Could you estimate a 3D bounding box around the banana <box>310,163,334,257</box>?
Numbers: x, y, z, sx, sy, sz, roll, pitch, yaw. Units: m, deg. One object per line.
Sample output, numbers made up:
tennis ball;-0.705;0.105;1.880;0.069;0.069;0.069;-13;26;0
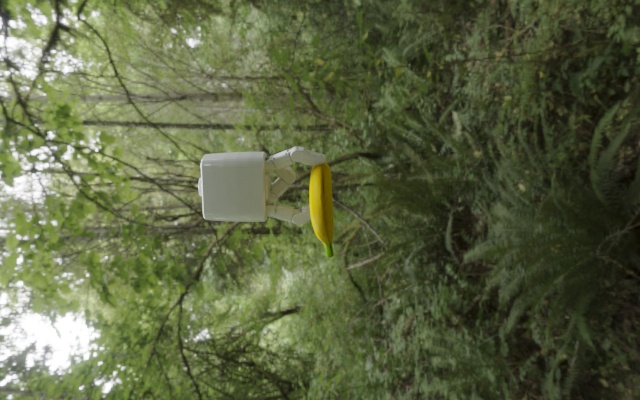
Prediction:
banana;0.000;-0.007;0.778;0.037;0.197;0.070;-1;-40;-1
